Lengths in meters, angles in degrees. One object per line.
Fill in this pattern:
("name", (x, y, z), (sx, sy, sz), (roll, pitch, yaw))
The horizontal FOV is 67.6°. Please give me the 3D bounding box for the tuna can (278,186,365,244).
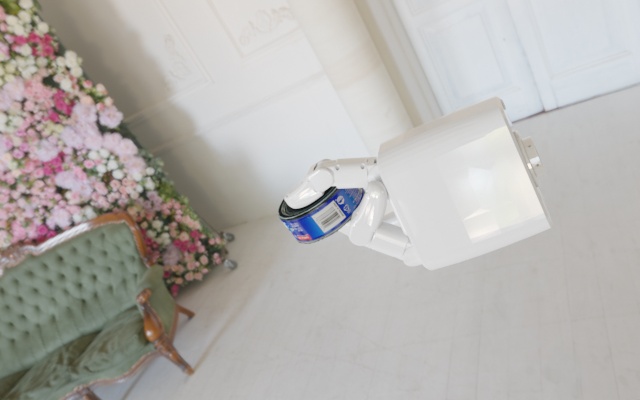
("tuna can", (0.000, 0.001, 0.476), (0.086, 0.034, 0.086), (-31, 23, 15))
